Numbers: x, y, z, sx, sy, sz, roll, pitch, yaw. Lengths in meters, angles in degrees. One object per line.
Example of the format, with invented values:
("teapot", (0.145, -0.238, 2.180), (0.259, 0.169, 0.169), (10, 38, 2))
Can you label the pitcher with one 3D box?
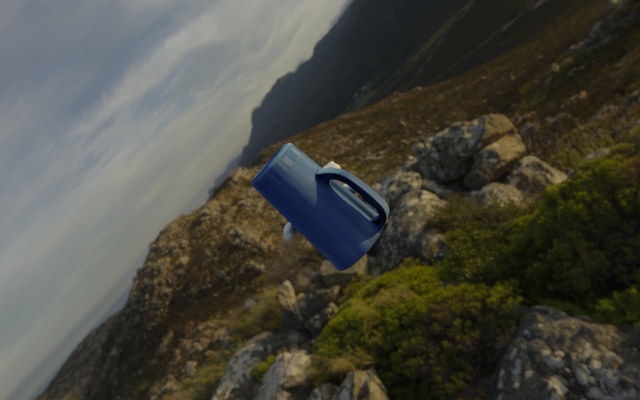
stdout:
("pitcher", (0.000, 0.003, 0.894), (0.243, 0.149, 0.145), (42, -5, -10))
